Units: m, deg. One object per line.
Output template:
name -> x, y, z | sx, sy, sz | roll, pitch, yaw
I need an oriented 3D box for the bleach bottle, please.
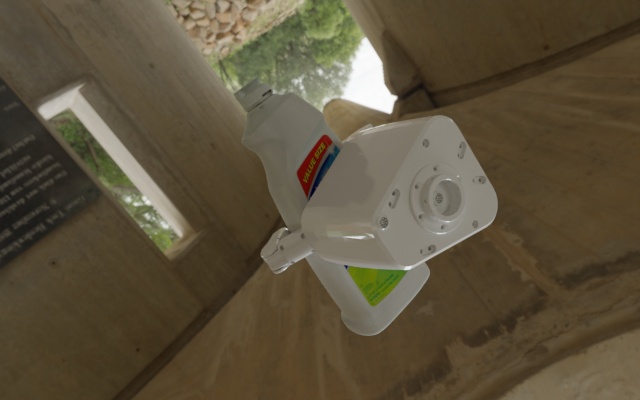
bleach bottle -> 0.000, 0.001, 0.449 | 0.102, 0.251, 0.068 | -42, 16, -21
